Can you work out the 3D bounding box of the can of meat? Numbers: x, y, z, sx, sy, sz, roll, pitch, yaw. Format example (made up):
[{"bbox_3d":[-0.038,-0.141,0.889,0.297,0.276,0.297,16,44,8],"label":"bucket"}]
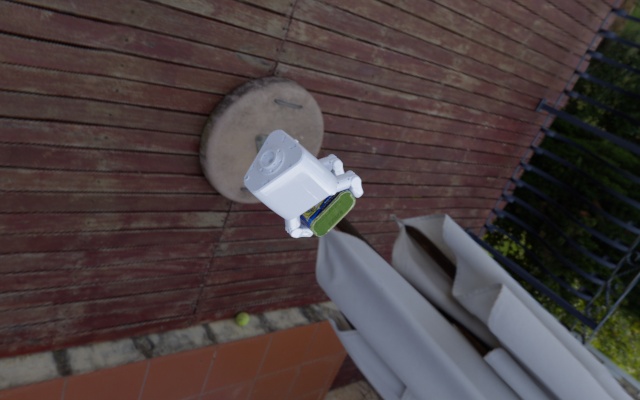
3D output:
[{"bbox_3d":[0.000,0.003,0.852,0.084,0.102,0.057,44,-1,39],"label":"can of meat"}]
